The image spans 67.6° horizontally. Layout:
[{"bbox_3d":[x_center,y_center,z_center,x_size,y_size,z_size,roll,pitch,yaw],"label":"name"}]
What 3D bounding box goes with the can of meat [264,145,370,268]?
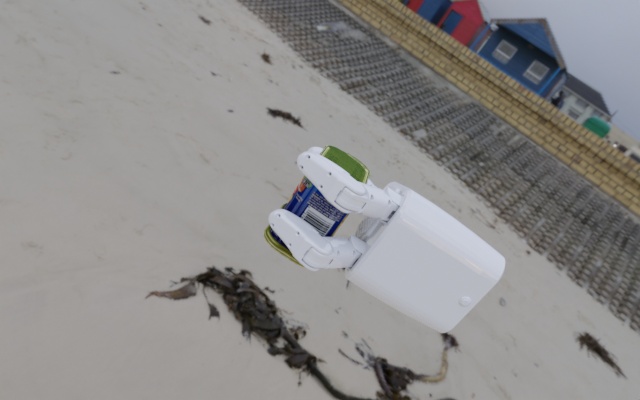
[{"bbox_3d":[0.000,0.001,0.446,0.057,0.084,0.102,34,22,-3],"label":"can of meat"}]
